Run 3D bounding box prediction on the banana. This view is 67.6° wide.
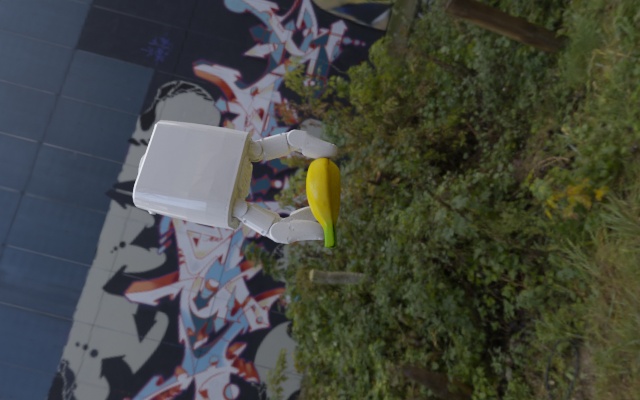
[{"bbox_3d":[0.002,-0.015,0.543,0.037,0.070,0.197,6,18,-1],"label":"banana"}]
